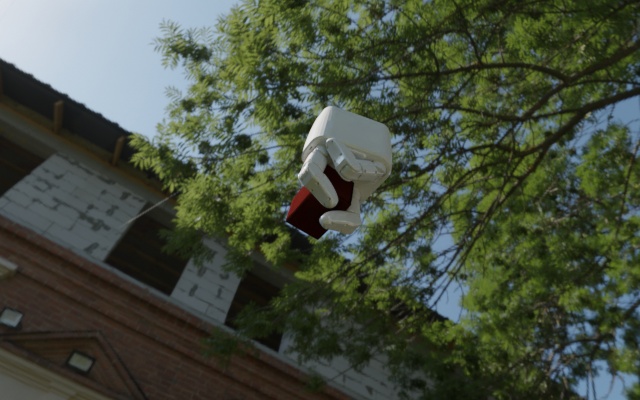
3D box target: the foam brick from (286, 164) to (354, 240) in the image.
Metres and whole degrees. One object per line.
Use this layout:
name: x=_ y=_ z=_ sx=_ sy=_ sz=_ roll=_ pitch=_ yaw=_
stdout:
foam brick: x=0.000 y=0.002 z=0.624 sx=0.053 sy=0.078 sz=0.051 roll=33 pitch=33 yaw=-14
